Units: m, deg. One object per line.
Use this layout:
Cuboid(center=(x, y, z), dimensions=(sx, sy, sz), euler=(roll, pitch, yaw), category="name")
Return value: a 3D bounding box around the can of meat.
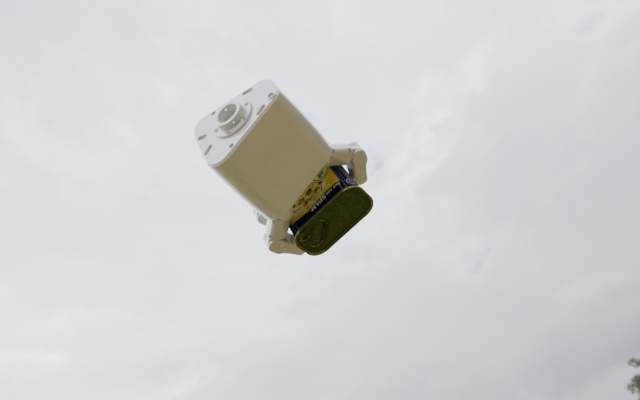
Cuboid(center=(0.000, 0.002, 0.583), dimensions=(0.057, 0.102, 0.084), euler=(40, 11, -44), category="can of meat")
